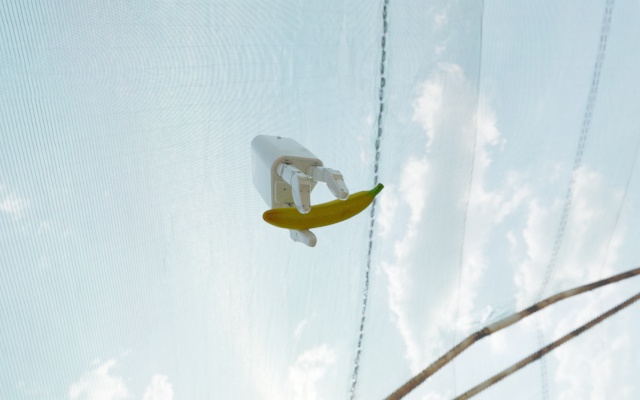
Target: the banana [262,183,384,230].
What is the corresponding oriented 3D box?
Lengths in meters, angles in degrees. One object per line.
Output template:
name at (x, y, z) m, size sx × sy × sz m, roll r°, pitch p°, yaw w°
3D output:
banana at (0.003, 0.014, 0.752) m, size 0.198 × 0.037 × 0.070 m, roll -16°, pitch -40°, yaw -17°
